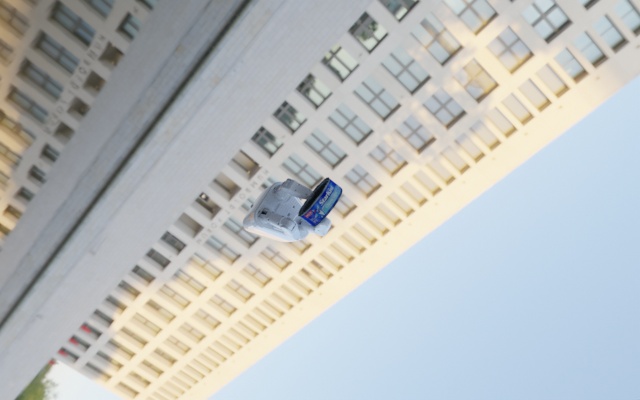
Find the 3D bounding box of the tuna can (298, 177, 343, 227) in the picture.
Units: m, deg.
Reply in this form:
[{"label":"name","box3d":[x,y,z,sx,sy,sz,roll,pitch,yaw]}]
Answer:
[{"label":"tuna can","box3d":[0.001,0.003,0.829,0.034,0.086,0.086,38,-8,-10]}]
